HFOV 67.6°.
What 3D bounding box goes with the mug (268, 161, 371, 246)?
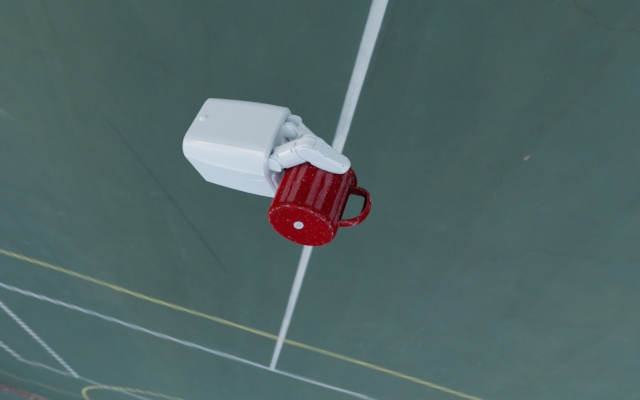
[{"bbox_3d":[0.001,0.002,0.555,0.117,0.081,0.093,11,-36,12],"label":"mug"}]
